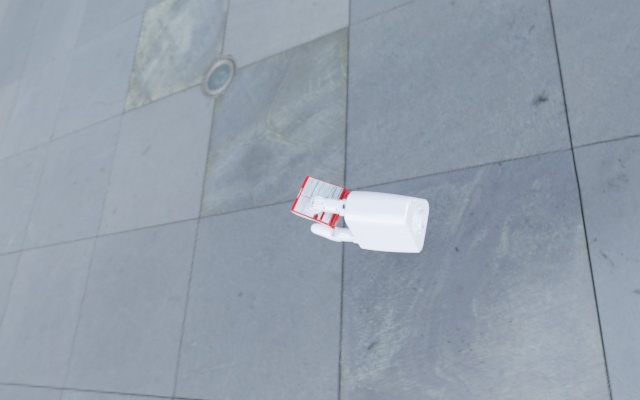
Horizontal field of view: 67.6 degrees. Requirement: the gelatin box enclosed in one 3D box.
[{"bbox_3d":[0.000,0.003,0.863,0.089,0.073,0.030,20,-9,29],"label":"gelatin box"}]
